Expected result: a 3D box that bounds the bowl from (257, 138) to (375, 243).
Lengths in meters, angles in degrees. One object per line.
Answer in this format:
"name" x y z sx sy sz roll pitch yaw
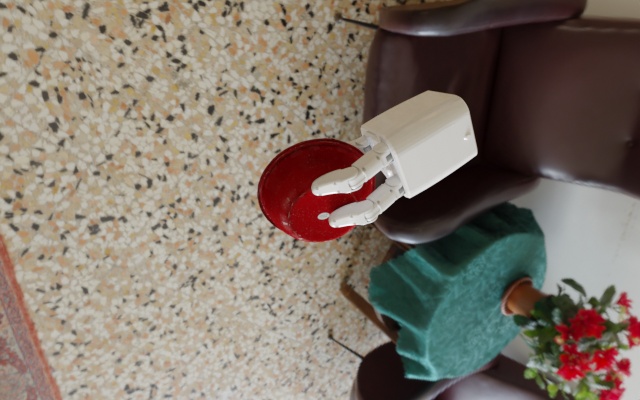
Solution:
"bowl" -0.001 0.003 0.623 0.162 0.162 0.055 0 37 -13
